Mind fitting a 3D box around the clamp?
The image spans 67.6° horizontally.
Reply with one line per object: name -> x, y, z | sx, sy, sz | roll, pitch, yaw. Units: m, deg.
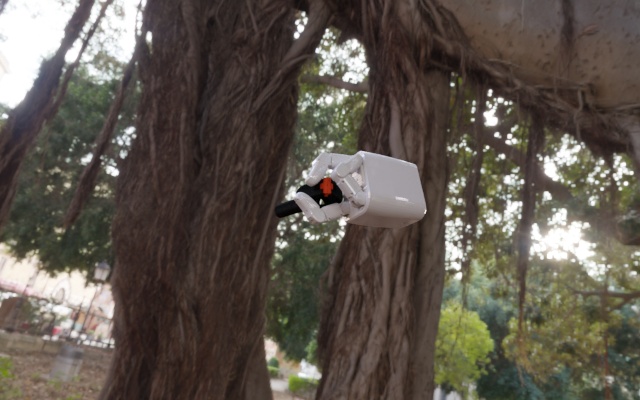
clamp -> 0.000, 0.002, 0.822 | 0.120, 0.039, 0.171 | -1, -14, -23
